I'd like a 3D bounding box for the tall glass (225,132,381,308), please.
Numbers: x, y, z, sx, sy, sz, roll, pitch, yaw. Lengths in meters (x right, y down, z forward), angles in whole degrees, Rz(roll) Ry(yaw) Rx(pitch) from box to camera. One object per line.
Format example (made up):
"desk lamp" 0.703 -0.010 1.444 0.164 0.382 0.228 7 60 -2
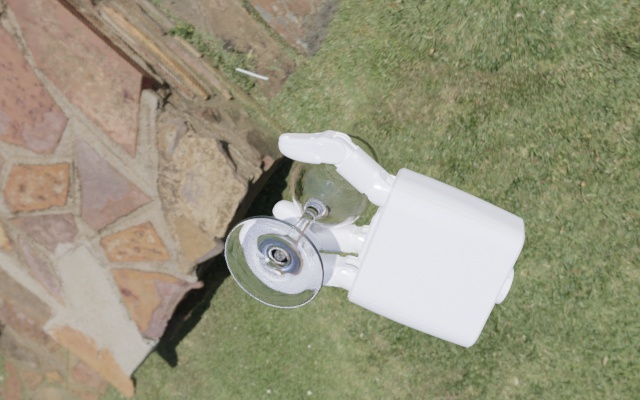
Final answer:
"tall glass" 0.000 0.002 0.410 0.079 0.079 0.201 0 26 21
